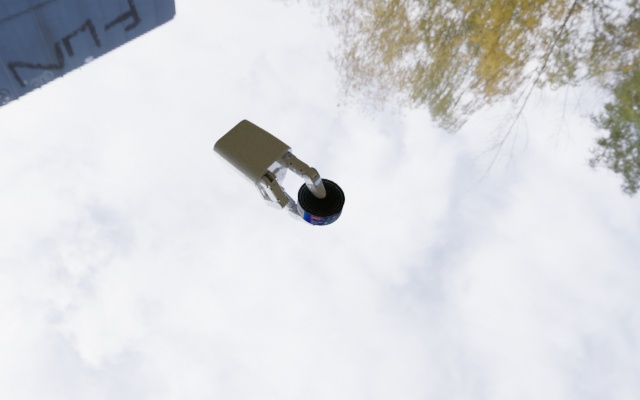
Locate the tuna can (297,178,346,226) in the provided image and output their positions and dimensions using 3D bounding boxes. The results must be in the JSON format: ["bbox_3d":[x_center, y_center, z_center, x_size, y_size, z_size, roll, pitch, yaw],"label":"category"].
[{"bbox_3d":[0.000,0.003,0.855,0.086,0.086,0.034,0,-35,-7],"label":"tuna can"}]
